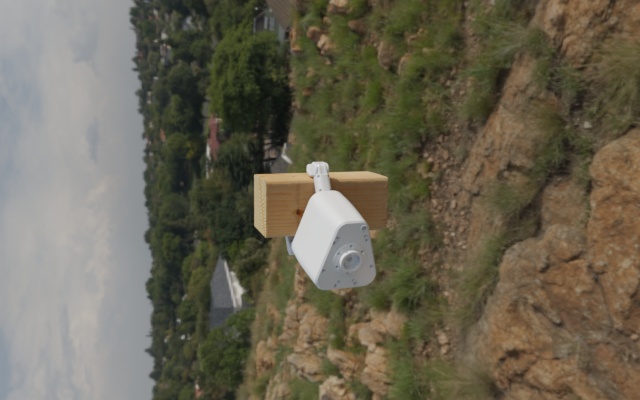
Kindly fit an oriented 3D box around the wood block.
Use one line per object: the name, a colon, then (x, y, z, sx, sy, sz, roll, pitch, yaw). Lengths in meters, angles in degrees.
wood block: (0.000, 0.002, 0.796, 0.206, 0.091, 0.090, -2, 11, -20)
